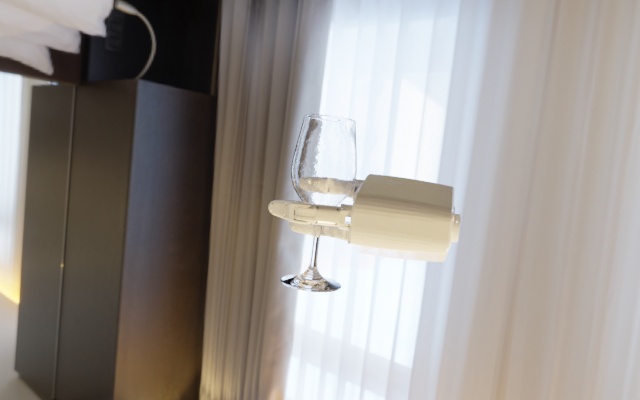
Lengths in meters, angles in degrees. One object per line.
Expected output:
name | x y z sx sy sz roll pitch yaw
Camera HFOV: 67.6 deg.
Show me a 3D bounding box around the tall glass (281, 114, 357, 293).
tall glass | 0.000 0.003 0.569 0.079 0.201 0.079 6 4 0
